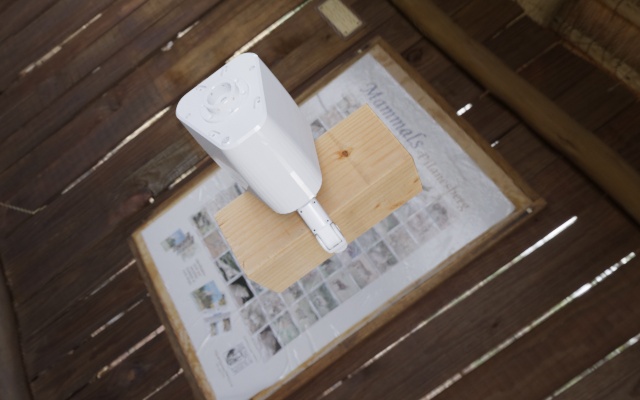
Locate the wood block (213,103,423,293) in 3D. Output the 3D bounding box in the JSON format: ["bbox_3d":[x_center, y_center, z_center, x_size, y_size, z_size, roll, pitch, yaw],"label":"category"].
[{"bbox_3d":[0.000,0.002,0.533,0.206,0.090,0.090,-36,-28,3],"label":"wood block"}]
